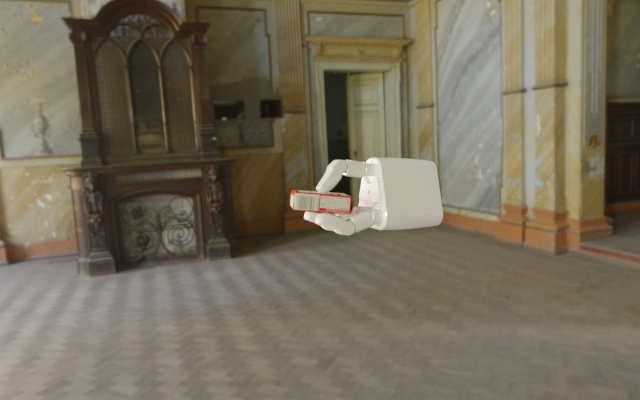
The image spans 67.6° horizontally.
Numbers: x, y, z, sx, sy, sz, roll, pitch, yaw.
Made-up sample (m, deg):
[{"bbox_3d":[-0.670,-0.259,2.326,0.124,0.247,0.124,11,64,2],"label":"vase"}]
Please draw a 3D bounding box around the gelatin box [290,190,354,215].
[{"bbox_3d":[0.000,0.002,0.731,0.089,0.030,0.073,5,4,-7],"label":"gelatin box"}]
